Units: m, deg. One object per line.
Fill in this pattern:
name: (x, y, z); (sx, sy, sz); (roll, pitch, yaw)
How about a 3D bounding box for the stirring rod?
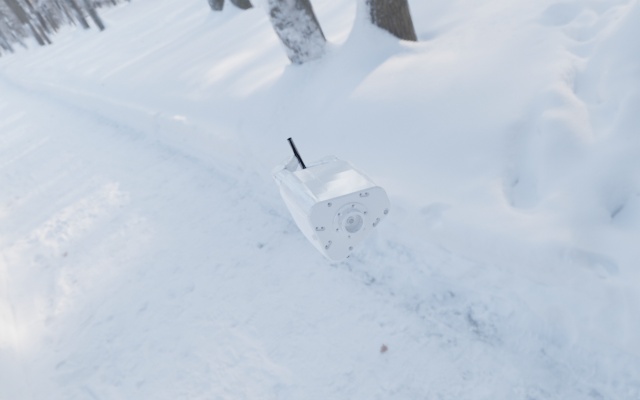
stirring rod: (0.000, 0.003, 0.768); (0.011, 0.240, 0.011); (-20, 30, 12)
